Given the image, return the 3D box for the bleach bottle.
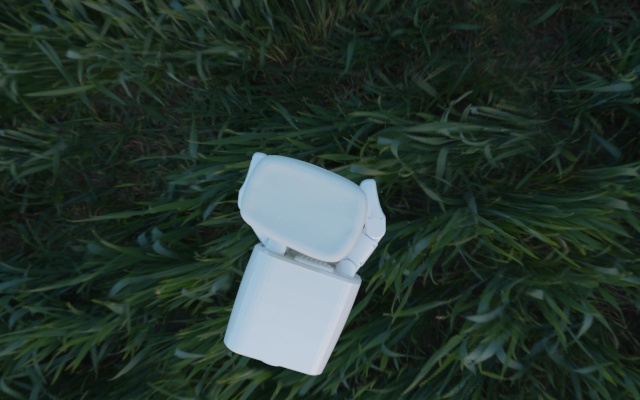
[{"bbox_3d":[0.000,0.002,0.492,0.102,0.068,0.251,23,4,6],"label":"bleach bottle"}]
